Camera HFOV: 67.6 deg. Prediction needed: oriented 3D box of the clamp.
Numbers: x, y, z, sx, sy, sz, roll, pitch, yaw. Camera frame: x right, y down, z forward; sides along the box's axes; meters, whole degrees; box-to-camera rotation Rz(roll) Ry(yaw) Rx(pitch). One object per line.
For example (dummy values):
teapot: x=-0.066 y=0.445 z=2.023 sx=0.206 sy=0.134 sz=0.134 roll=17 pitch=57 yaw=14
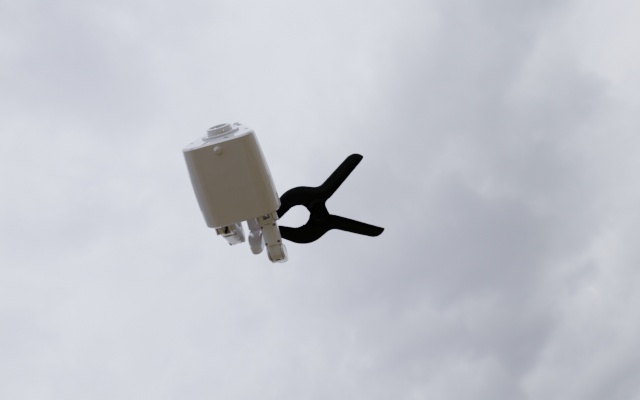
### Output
clamp: x=0.000 y=0.002 z=0.659 sx=0.171 sy=0.120 sz=0.039 roll=-9 pitch=-5 yaw=-14
